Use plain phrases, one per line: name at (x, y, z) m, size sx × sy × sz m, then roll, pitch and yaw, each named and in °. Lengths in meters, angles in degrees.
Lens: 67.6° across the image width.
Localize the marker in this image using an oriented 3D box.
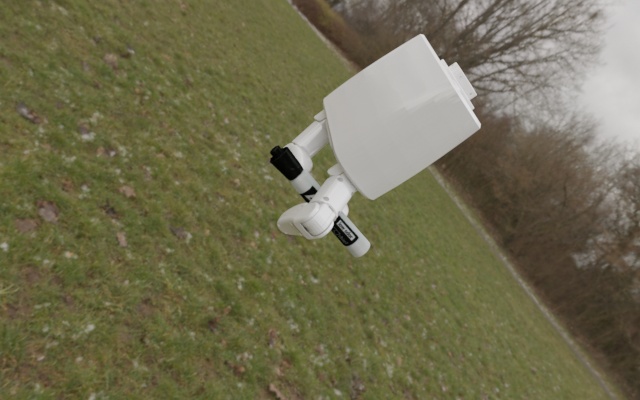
marker at (0.000, 0.001, 0.400) m, size 0.020 × 0.121 × 0.020 m, roll -34°, pitch 23°, yaw 16°
